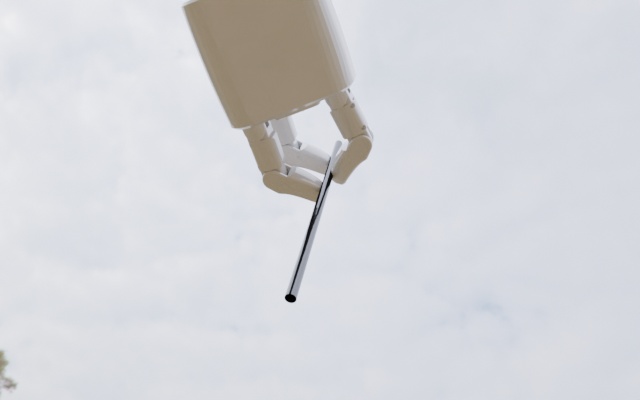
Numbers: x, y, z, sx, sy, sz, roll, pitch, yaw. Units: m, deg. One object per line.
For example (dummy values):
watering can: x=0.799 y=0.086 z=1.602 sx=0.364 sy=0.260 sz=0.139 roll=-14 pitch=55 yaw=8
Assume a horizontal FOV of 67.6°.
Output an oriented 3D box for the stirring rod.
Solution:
stirring rod: x=0.000 y=0.001 z=0.410 sx=0.011 sy=0.011 sz=0.239 roll=0 pitch=31 yaw=11
